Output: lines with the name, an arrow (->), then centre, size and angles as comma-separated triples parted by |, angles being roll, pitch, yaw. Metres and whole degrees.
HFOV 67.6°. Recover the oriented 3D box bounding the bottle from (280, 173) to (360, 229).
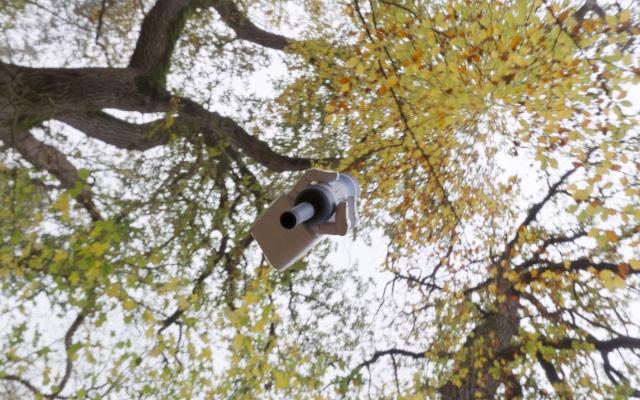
bottle -> 0.000, 0.003, 0.838 | 0.069, 0.069, 0.295 | 0, 10, 19
